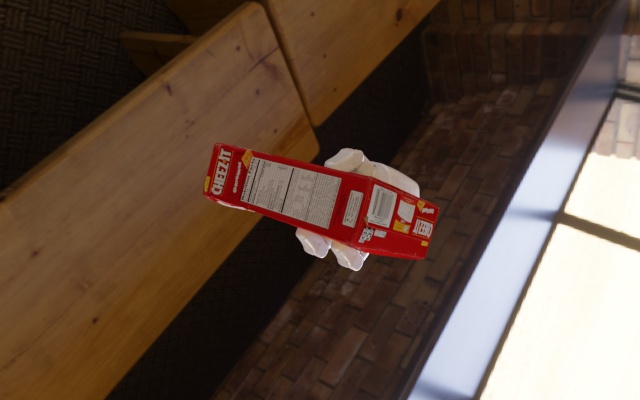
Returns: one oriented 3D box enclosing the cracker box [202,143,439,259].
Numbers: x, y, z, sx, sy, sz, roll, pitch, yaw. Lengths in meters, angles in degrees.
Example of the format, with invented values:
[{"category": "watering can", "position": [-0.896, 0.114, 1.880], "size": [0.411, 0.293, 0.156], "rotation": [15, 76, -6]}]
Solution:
[{"category": "cracker box", "position": [0.000, 0.002, 0.539], "size": [0.213, 0.072, 0.164], "rotation": [15, -1, 36]}]
